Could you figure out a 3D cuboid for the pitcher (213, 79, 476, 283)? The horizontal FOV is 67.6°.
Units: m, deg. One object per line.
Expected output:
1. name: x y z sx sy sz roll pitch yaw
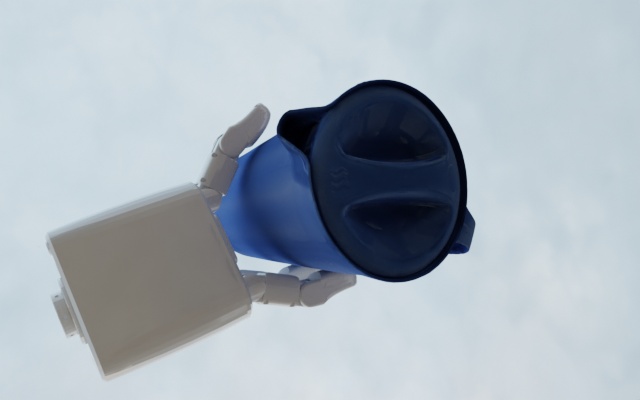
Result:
1. pitcher: 0.000 0.001 0.412 0.145 0.149 0.243 -25 8 -30
